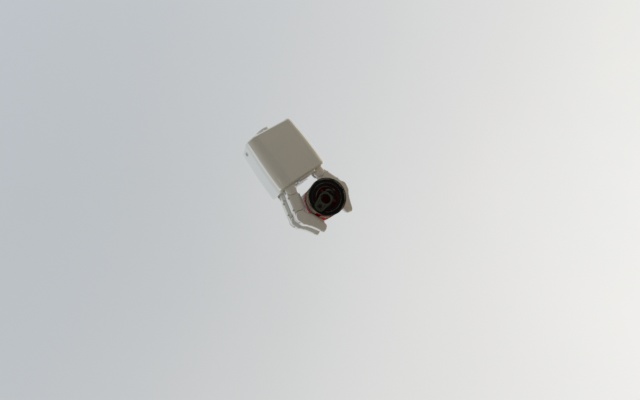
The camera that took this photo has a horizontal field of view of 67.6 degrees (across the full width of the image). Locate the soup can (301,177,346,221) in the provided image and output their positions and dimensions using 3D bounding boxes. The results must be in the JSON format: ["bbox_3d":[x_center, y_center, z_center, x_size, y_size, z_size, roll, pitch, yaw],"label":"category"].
[{"bbox_3d":[0.000,0.003,0.867,0.068,0.068,0.102,0,-11,-14],"label":"soup can"}]
